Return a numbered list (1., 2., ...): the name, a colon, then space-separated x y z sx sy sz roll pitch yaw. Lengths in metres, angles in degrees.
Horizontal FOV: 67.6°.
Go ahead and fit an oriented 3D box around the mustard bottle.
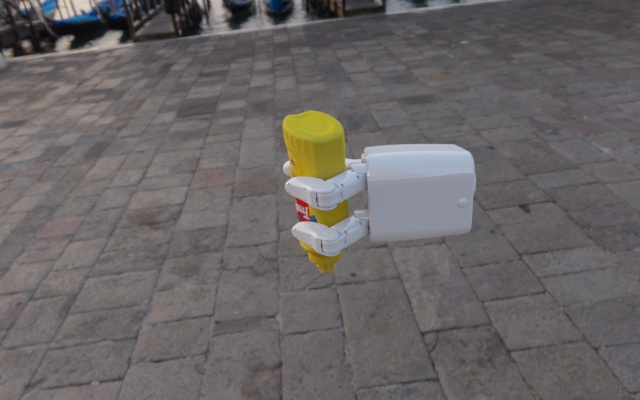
1. mustard bottle: 0.000 0.002 0.543 0.058 0.192 0.096 -16 30 -17
